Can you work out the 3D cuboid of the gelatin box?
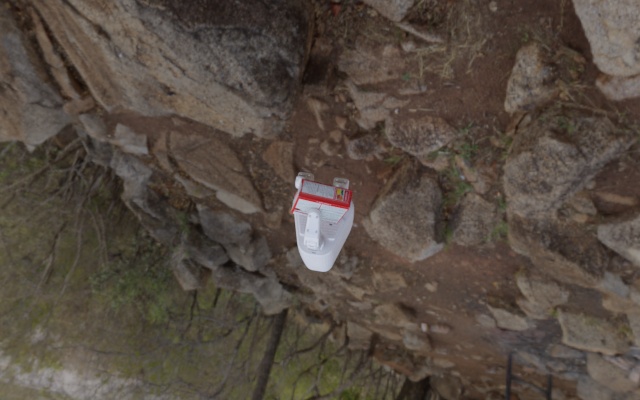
[{"bbox_3d":[0.000,0.003,0.684,0.073,0.030,0.089,13,-19,-6],"label":"gelatin box"}]
